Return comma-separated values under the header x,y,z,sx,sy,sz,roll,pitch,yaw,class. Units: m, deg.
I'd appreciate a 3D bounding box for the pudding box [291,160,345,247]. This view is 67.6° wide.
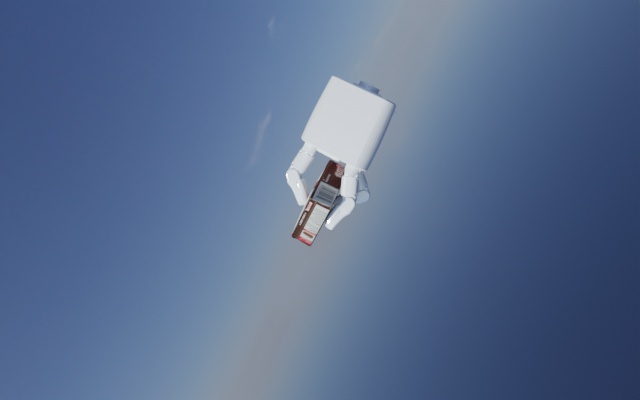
x,y,z,sx,sy,sz,roll,pitch,yaw,class
0.000,0.002,0.747,0.039,0.090,0.113,27,39,1,pudding box
